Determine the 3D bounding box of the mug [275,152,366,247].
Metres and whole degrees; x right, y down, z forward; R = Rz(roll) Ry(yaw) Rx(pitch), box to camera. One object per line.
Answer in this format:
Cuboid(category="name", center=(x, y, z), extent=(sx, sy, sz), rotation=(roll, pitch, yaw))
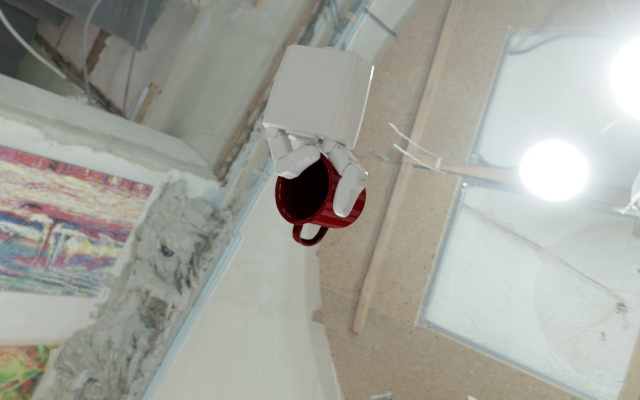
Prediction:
Cuboid(category="mug", center=(0.000, 0.003, 0.599), extent=(0.093, 0.117, 0.081), rotation=(18, 1, 41))
